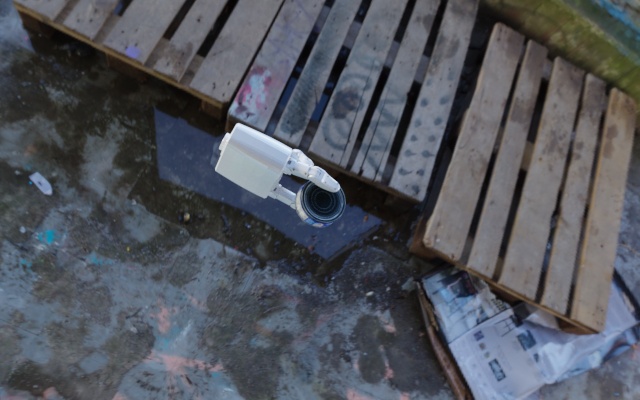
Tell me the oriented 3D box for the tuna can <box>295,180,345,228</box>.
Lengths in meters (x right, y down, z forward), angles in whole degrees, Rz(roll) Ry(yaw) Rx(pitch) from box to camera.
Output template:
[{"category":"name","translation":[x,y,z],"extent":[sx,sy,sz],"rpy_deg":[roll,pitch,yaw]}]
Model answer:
[{"category":"tuna can","translation":[0.000,0.003,0.841],"extent":[0.086,0.086,0.034],"rpy_deg":[0,-16,-22]}]
